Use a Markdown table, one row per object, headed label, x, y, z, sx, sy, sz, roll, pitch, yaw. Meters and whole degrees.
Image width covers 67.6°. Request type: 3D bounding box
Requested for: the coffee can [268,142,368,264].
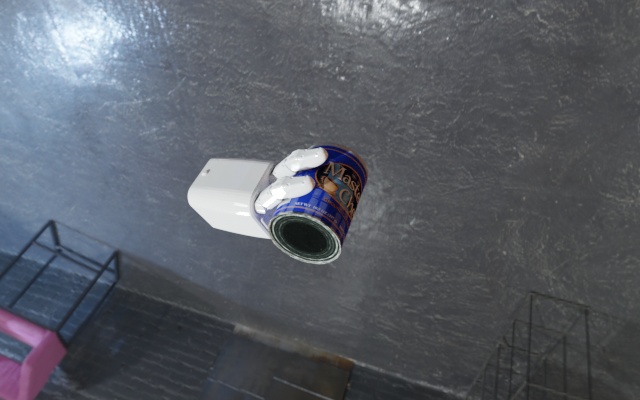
| label | x | y | z | sx | sy | sz | roll | pitch | yaw |
| --- | --- | --- | --- | --- | --- | --- | --- | --- | --- |
| coffee can | 0.000 | 0.002 | 0.668 | 0.103 | 0.140 | 0.103 | 14 | -41 | 12 |
